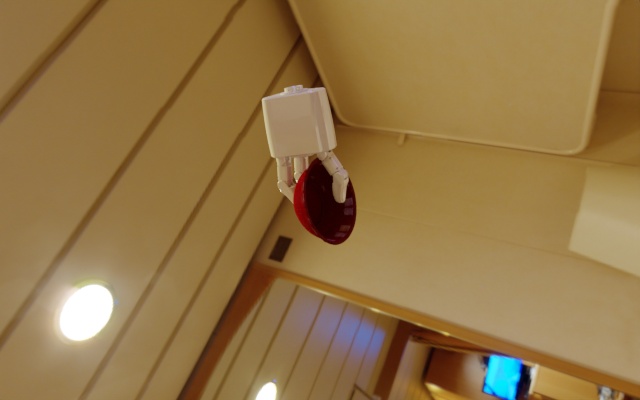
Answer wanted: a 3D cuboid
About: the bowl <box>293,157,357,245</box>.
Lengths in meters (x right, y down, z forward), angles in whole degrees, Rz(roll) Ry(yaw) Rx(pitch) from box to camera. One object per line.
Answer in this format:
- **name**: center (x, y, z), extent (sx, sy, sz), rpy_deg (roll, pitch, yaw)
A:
- **bowl**: center (0.000, 0.004, 0.869), extent (0.055, 0.162, 0.162), rpy_deg (-11, -7, 36)
